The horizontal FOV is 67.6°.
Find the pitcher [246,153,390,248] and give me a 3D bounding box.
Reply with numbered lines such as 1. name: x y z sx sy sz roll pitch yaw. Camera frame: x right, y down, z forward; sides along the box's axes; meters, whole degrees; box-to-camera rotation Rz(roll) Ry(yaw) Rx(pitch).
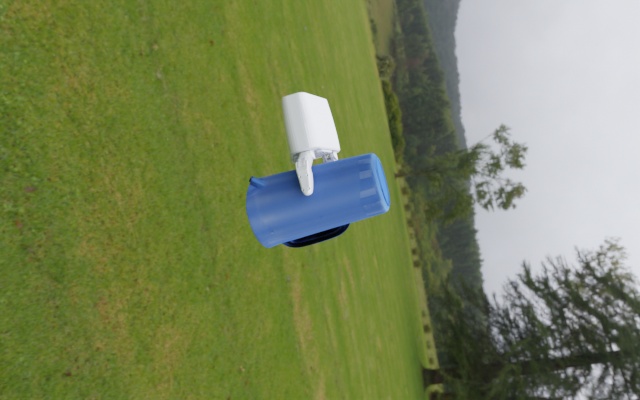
1. pitcher: 0.000 0.003 0.871 0.243 0.145 0.149 -14 -5 14
